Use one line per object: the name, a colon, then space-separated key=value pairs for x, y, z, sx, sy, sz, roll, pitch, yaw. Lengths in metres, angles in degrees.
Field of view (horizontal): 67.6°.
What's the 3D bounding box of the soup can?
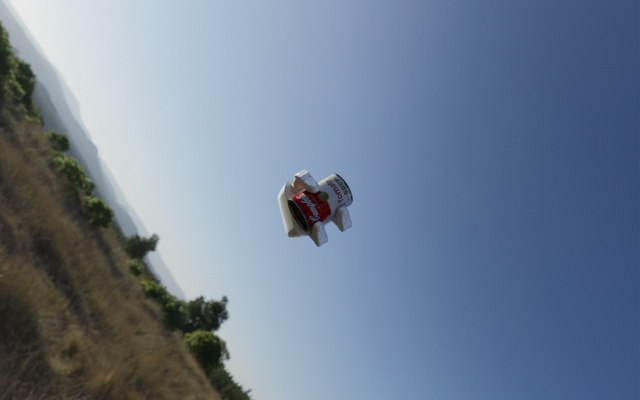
soup can: x=0.000 y=0.003 z=0.877 sx=0.102 sy=0.068 sz=0.068 roll=-31 pitch=10 yaw=-18
